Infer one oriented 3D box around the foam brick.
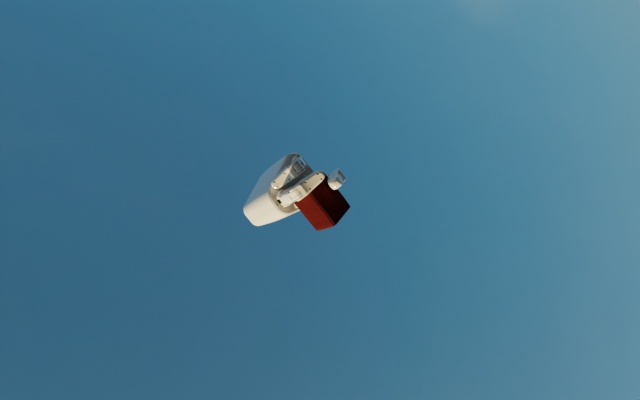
[{"bbox_3d":[0.000,0.003,0.792,0.051,0.078,0.053,-25,16,51],"label":"foam brick"}]
